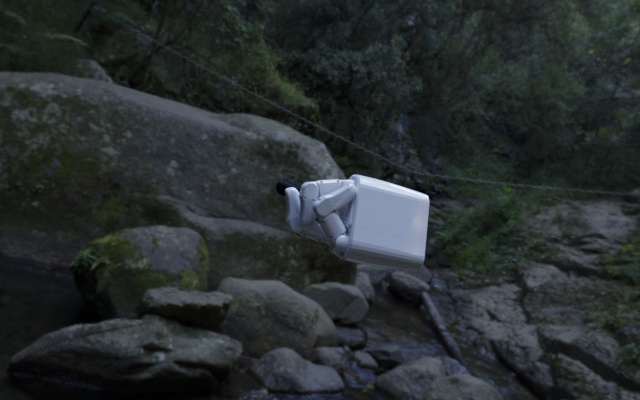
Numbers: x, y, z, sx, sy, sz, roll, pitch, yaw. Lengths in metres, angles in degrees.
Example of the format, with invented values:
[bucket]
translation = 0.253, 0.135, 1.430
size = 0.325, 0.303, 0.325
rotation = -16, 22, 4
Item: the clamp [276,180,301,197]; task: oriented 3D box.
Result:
[clamp]
translation = 0.000, 0.002, 0.716
size = 0.120, 0.039, 0.171
rotation = 12, 7, -14
